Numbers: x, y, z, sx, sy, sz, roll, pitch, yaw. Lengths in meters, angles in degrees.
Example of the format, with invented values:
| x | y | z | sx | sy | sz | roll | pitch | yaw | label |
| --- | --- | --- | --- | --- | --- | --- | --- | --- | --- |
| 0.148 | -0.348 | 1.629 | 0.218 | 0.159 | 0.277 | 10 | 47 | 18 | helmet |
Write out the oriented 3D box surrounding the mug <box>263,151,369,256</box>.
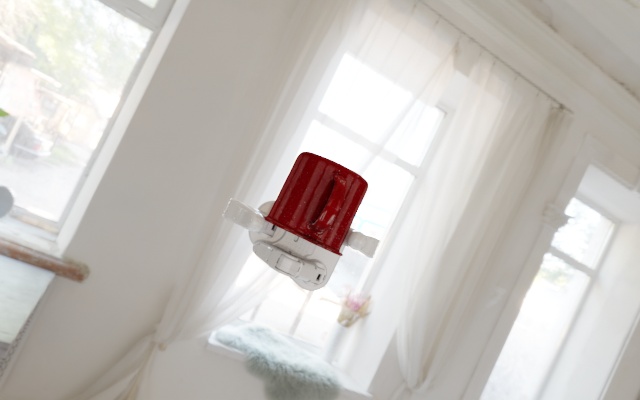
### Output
| x | y | z | sx | sy | sz | roll | pitch | yaw | label |
| --- | --- | --- | --- | --- | --- | --- | --- | --- | --- |
| 0.000 | 0.001 | 0.482 | 0.093 | 0.081 | 0.117 | 26 | -4 | -9 | mug |
